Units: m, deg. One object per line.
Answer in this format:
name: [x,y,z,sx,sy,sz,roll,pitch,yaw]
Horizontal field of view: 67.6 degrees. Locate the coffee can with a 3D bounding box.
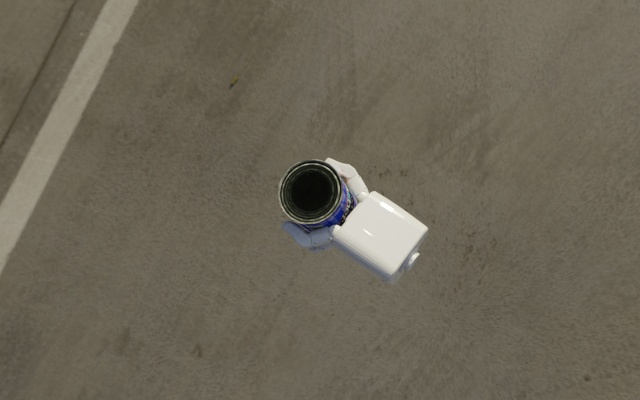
coffee can: [0.000,0.002,0.786,0.103,0.102,0.140,0,-14,14]
